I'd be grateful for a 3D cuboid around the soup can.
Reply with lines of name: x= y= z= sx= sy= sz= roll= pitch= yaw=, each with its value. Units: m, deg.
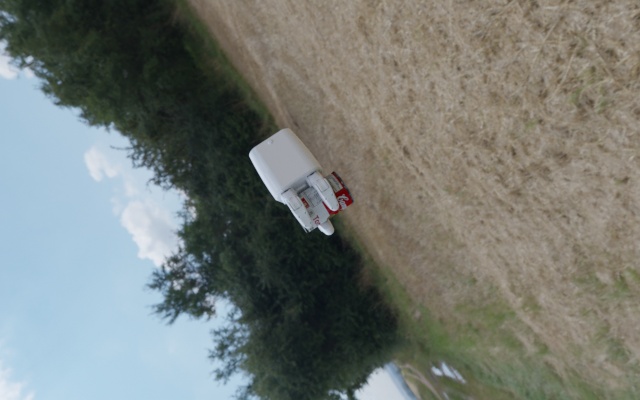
soup can: x=0.000 y=0.003 z=0.855 sx=0.102 sy=0.068 sz=0.068 roll=-34 pitch=3 yaw=-5
